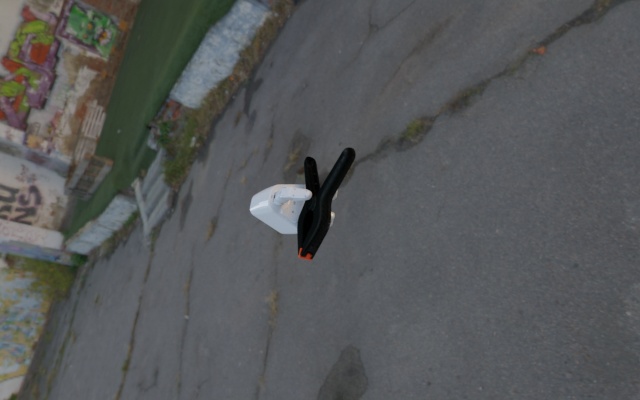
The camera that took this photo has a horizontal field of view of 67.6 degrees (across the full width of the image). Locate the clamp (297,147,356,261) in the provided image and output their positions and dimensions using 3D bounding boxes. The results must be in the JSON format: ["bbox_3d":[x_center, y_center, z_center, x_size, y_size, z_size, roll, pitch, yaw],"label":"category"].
[{"bbox_3d":[-0.001,0.003,0.865,0.036,0.210,0.164,17,-16,-26],"label":"clamp"}]
